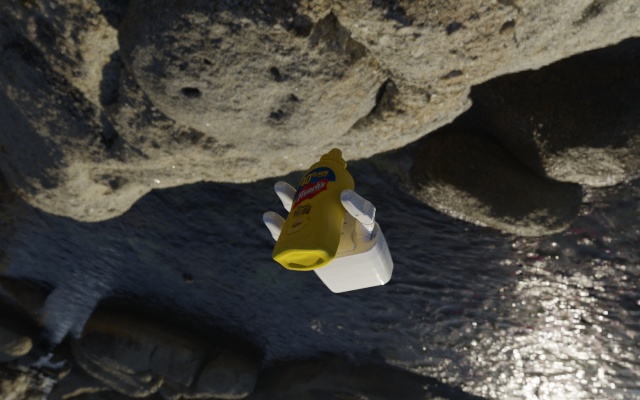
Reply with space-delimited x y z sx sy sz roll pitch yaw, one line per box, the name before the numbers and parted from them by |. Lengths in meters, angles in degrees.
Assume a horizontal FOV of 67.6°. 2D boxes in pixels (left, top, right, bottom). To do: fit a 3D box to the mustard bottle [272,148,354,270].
mustard bottle | 0.000 0.002 0.674 0.096 0.191 0.058 -18 -48 43
